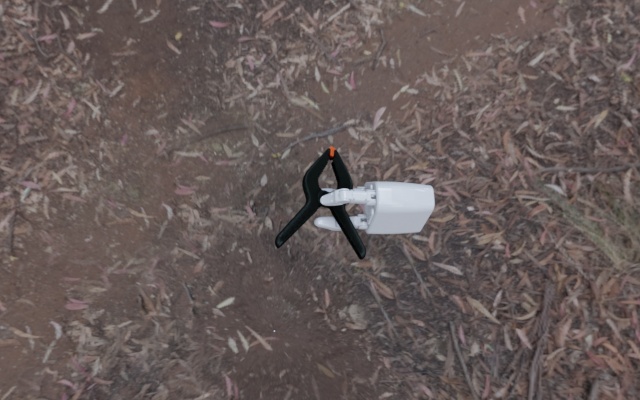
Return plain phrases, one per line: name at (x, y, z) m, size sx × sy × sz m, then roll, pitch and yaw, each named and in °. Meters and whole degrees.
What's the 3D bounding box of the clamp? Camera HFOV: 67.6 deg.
clamp at (0.001, 0.002, 0.874) m, size 0.164 × 0.210 × 0.036 m, roll 2°, pitch -15°, yaw -10°
